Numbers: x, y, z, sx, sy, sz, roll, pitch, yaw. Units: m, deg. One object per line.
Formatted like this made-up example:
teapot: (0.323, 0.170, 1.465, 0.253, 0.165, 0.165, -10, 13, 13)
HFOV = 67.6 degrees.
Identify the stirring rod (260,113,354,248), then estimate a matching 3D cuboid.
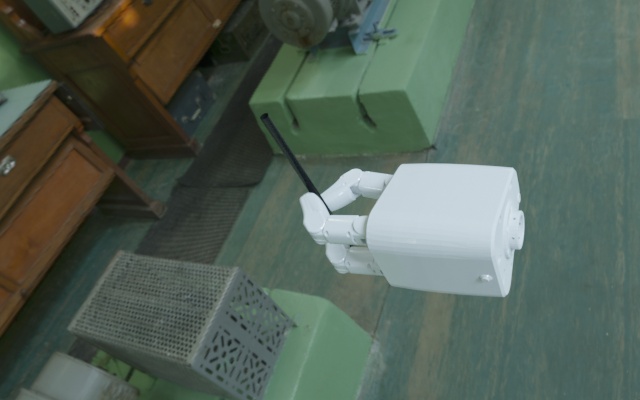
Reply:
stirring rod: (0.000, 0.002, 0.489, 0.011, 0.011, 0.240, 0, -37, 30)
